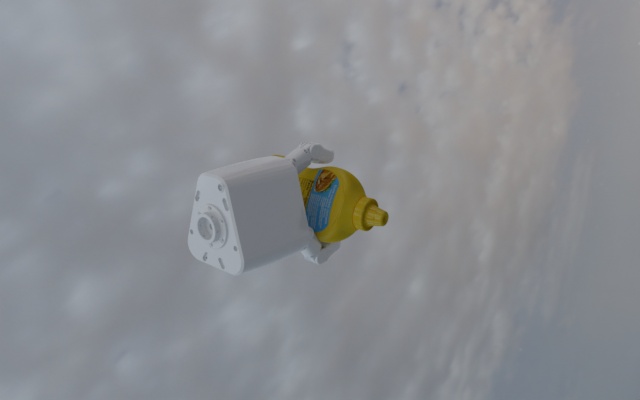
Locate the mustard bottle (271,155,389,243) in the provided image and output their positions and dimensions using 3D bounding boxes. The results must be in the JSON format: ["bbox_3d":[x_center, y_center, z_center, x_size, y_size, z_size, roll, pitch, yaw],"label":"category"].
[{"bbox_3d":[0.000,0.002,0.615,0.191,0.096,0.058,15,-3,36],"label":"mustard bottle"}]
